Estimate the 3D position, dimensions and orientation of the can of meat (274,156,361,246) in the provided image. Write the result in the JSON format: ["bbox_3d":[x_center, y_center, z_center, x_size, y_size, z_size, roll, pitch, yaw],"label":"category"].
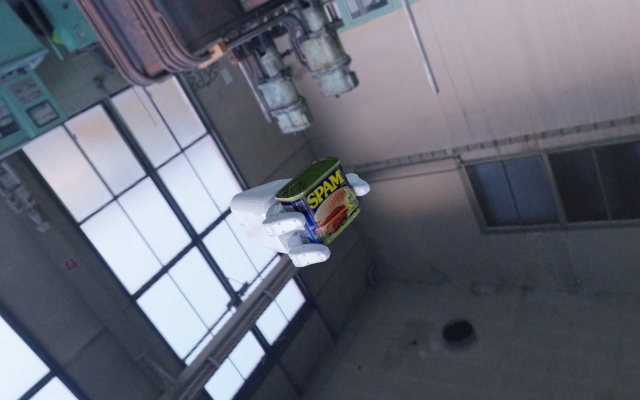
[{"bbox_3d":[0.000,0.002,0.651,0.057,0.084,0.102,2,36,50],"label":"can of meat"}]
